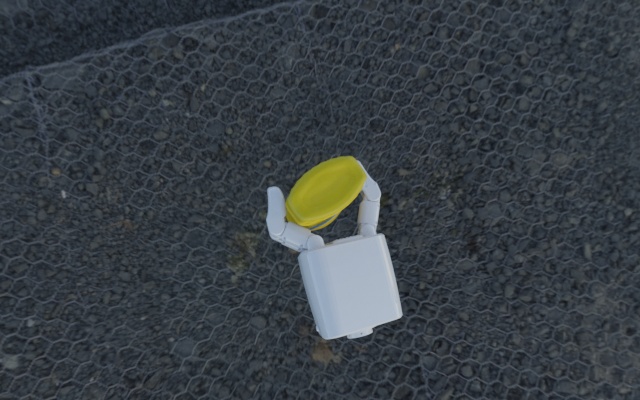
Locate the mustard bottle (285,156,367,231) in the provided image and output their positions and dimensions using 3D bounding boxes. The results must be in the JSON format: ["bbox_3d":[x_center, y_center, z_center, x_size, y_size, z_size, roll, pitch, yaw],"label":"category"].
[{"bbox_3d":[0.000,0.002,0.621,0.096,0.058,0.192,-36,-5,-10],"label":"mustard bottle"}]
